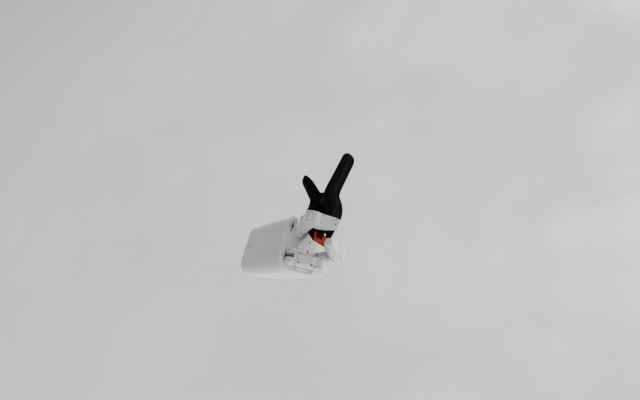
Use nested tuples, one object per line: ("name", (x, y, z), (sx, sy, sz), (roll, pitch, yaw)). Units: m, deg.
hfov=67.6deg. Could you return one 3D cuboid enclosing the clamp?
("clamp", (0.001, 0.003, 0.843), (0.039, 0.171, 0.120), (32, -33, -28))
